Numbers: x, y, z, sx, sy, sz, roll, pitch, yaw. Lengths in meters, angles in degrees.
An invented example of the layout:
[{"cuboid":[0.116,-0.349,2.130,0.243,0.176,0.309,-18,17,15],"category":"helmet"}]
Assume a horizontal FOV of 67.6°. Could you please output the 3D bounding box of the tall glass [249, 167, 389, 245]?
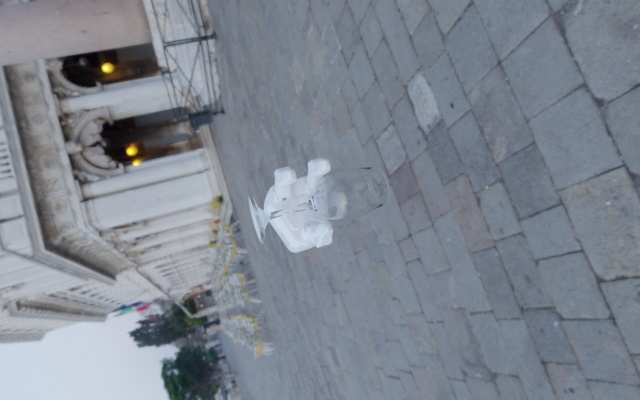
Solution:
[{"cuboid":[0.000,0.003,0.712,0.201,0.079,0.079,-15,4,-16],"category":"tall glass"}]
